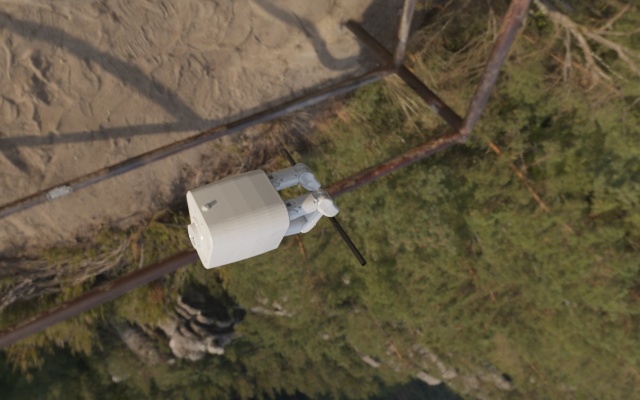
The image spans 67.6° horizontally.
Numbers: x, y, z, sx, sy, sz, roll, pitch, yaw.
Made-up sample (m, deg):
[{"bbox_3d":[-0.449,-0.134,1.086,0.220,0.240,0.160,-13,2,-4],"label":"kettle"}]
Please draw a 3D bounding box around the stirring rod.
[{"bbox_3d":[0.000,0.002,0.699,0.011,0.011,0.239,0,43,-41],"label":"stirring rod"}]
